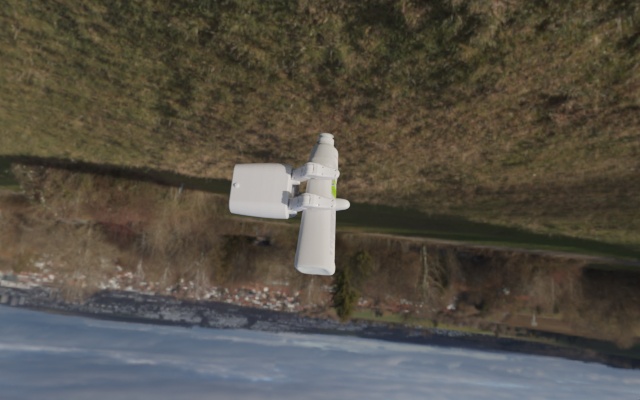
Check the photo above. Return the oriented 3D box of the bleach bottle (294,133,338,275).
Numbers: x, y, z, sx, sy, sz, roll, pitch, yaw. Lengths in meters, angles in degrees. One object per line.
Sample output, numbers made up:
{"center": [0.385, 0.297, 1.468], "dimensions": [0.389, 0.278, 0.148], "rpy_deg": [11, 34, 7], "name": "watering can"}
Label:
{"center": [0.000, 0.003, 0.864], "dimensions": [0.068, 0.250, 0.102], "rpy_deg": [3, -16, 7], "name": "bleach bottle"}
